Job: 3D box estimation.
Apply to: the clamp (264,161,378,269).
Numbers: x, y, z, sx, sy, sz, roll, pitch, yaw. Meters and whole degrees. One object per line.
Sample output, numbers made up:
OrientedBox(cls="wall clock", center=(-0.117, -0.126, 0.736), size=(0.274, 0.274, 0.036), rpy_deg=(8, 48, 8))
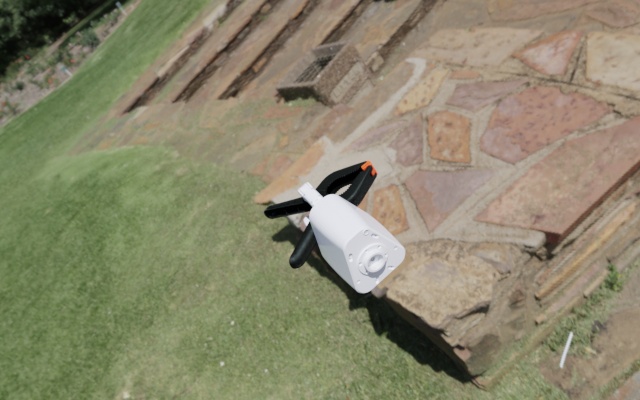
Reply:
OrientedBox(cls="clamp", center=(0.000, 0.002, 0.804), size=(0.036, 0.210, 0.164), rpy_deg=(52, -5, -39))
